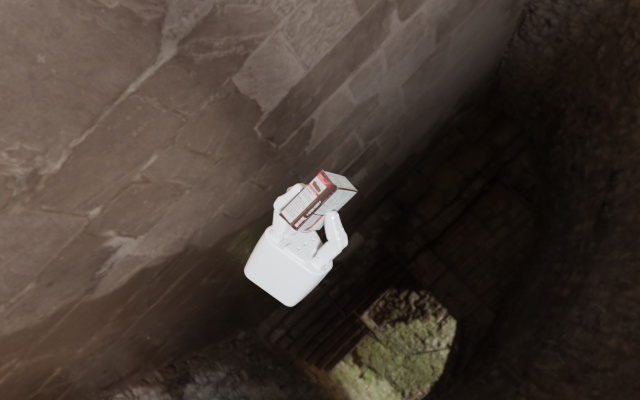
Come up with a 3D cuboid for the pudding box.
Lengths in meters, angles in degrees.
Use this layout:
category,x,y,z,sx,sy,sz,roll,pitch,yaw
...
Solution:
category,x,y,z,sx,sy,sz,roll,pitch,yaw
pudding box,0.000,0.002,0.698,0.090,0.039,0.113,-46,-13,12
